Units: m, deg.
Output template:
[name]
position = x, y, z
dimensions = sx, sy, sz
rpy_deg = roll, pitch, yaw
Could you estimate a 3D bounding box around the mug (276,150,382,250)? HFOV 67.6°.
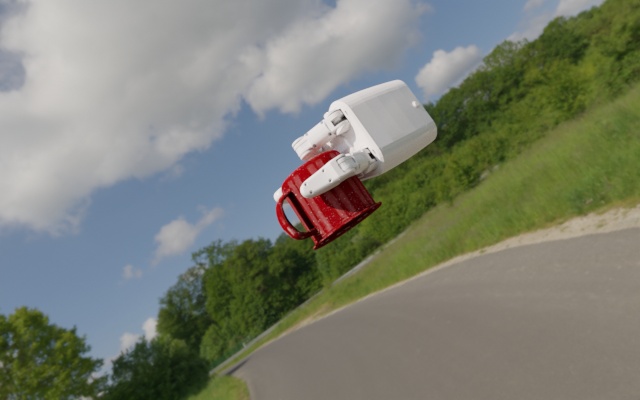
[mug]
position = -0.001, 0.002, 0.536
dimensions = 0.117, 0.081, 0.093
rpy_deg = -28, -11, -33
